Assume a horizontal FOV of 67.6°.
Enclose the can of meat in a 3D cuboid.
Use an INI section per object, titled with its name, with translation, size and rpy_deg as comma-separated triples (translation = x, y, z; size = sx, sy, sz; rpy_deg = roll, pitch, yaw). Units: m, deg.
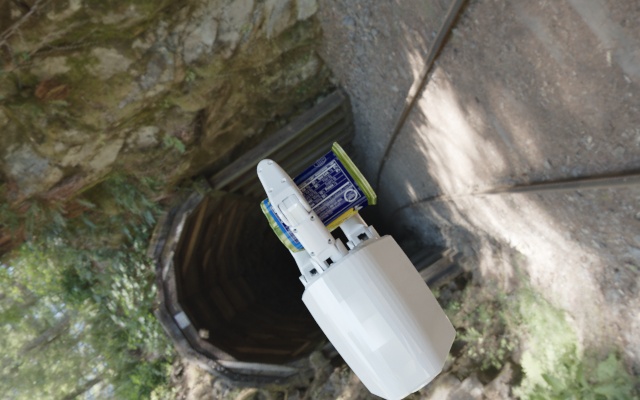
[can of meat]
translation = 0.000, 0.002, 0.428
size = 0.084, 0.057, 0.102
rpy_deg = -37, -7, 3
